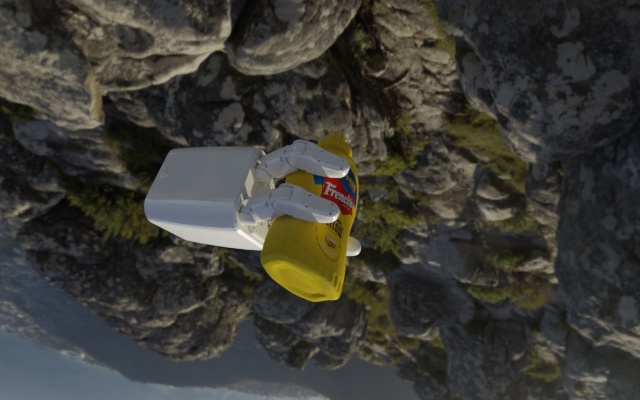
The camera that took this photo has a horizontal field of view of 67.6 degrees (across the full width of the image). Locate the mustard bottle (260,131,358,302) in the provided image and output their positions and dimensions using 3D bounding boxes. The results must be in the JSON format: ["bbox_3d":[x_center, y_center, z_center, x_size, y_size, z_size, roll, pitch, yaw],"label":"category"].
[{"bbox_3d":[0.000,0.002,0.506,0.058,0.191,0.096,-15,-43,36],"label":"mustard bottle"}]
